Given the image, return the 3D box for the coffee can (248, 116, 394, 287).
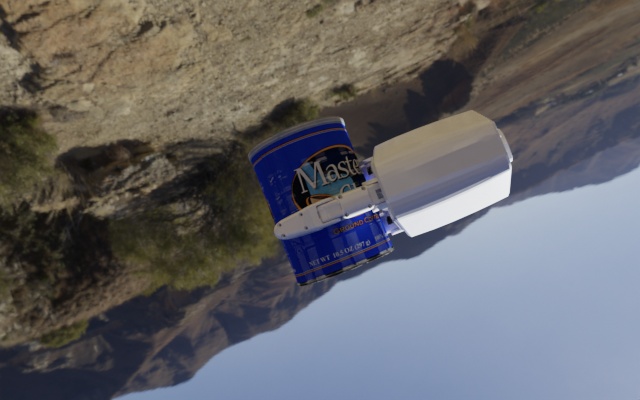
[{"bbox_3d":[0.000,0.001,0.477,0.103,0.140,0.103,-21,-5,-2],"label":"coffee can"}]
